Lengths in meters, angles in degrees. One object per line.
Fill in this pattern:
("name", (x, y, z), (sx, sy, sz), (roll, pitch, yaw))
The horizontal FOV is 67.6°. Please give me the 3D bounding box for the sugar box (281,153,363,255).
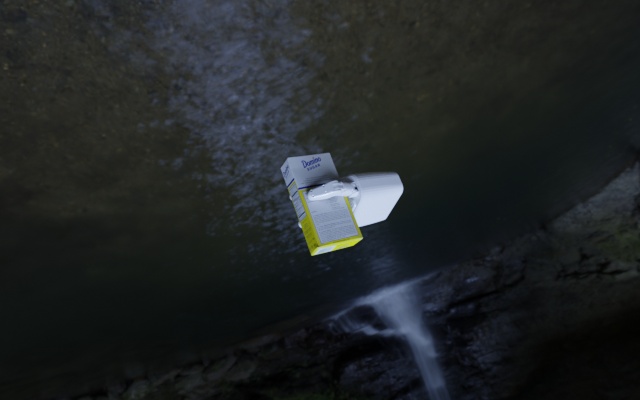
("sugar box", (0.000, 0.003, 0.860), (0.093, 0.176, 0.048), (-10, -22, -30))
